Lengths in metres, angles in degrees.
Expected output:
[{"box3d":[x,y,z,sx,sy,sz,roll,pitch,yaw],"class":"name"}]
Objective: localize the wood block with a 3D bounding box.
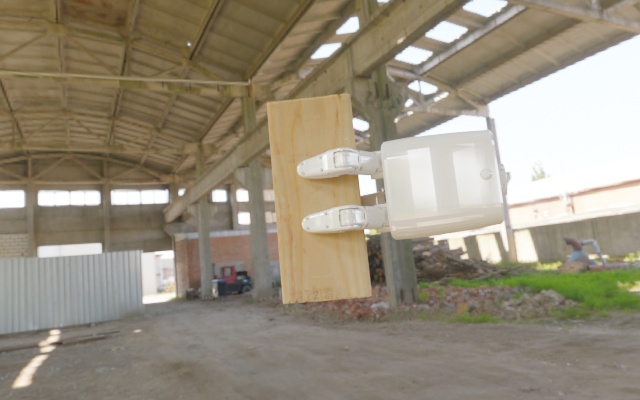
[{"box3d":[0.000,0.002,0.520,0.090,0.206,0.091,-6,-8,5],"class":"wood block"}]
